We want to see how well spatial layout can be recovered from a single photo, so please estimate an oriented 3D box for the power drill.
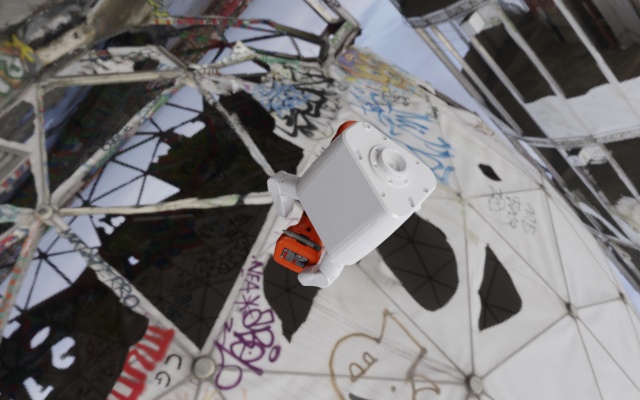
[{"bbox_3d":[0.000,0.002,0.645,0.057,0.187,0.184,24,-22,1],"label":"power drill"}]
